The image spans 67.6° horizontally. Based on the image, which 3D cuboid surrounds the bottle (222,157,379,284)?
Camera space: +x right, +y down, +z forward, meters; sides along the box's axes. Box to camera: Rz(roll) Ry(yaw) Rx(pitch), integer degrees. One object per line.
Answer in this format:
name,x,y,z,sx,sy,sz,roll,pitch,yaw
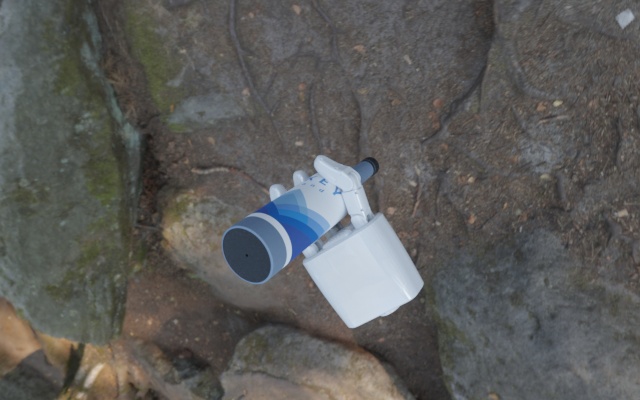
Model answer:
bottle,0.000,0.002,0.596,0.069,0.069,0.295,0,21,33
